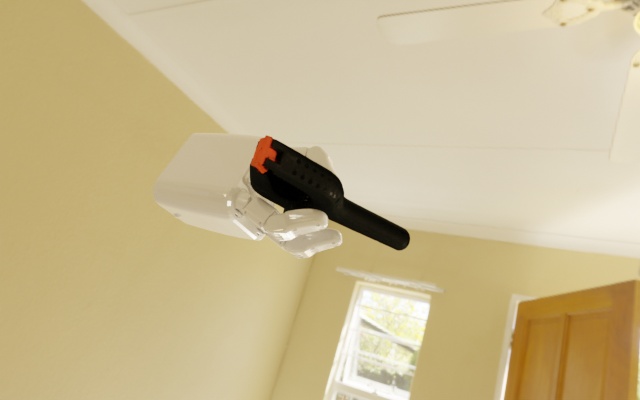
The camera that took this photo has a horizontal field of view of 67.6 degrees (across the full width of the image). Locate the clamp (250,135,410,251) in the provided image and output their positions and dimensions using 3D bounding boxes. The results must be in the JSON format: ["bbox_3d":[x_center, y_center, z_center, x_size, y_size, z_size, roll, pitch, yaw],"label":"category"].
[{"bbox_3d":[0.000,0.001,0.490,0.164,0.036,0.210,8,-22,22],"label":"clamp"}]
